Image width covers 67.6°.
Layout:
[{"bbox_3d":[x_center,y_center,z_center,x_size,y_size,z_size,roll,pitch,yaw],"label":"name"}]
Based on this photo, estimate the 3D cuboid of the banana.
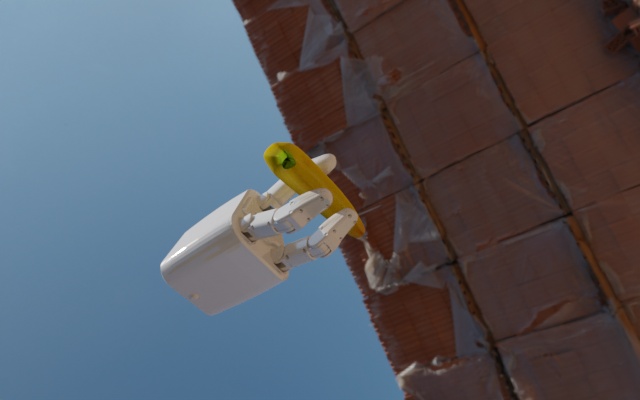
[{"bbox_3d":[-0.009,-0.013,0.512,0.037,0.069,0.198,-36,-34,10],"label":"banana"}]
